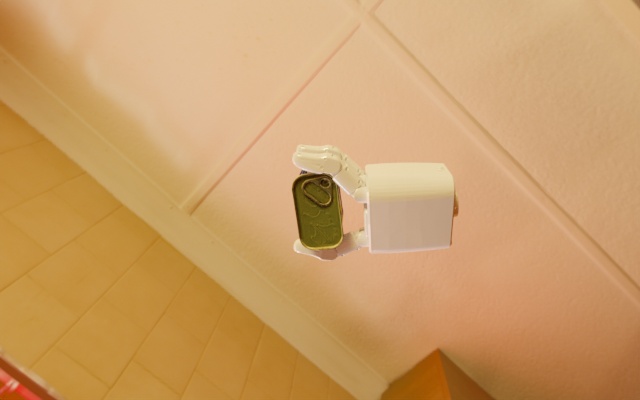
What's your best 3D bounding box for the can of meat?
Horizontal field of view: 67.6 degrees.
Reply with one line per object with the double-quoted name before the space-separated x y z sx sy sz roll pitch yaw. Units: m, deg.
"can of meat" 0.000 0.002 0.634 0.057 0.102 0.084 -6 18 7
